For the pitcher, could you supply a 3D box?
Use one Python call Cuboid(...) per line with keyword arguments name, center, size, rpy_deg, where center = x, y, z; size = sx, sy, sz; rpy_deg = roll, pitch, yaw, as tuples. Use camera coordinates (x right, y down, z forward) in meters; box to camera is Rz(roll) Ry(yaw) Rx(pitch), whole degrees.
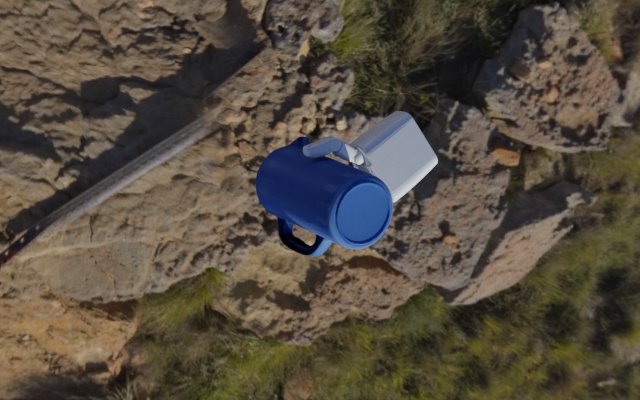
Cuboid(name="pitcher", center=(0.000, 0.002, 0.753), size=(0.145, 0.149, 0.242), rpy_deg=(-38, 28, -16))
